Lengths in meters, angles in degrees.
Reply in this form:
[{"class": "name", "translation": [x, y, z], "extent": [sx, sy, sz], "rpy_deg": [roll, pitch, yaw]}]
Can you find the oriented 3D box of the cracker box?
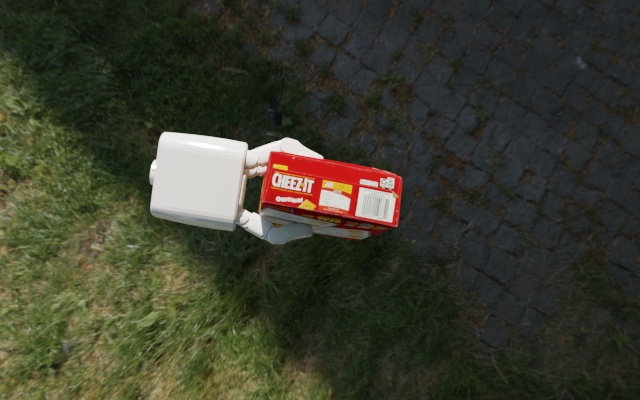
[{"class": "cracker box", "translation": [0.000, 0.002, 0.653], "extent": [0.164, 0.072, 0.214], "rpy_deg": [10, -10, -7]}]
